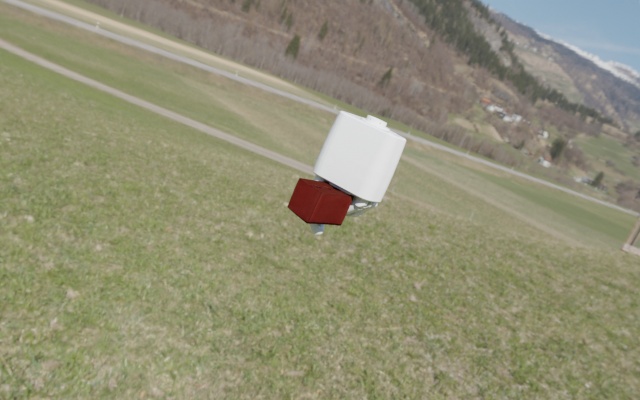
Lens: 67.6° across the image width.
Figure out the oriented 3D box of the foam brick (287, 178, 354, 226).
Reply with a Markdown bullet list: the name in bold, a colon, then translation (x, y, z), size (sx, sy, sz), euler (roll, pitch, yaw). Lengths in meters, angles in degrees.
- **foam brick**: translation (0.000, 0.002, 0.719), size (0.078, 0.051, 0.053), euler (6, 23, -48)
